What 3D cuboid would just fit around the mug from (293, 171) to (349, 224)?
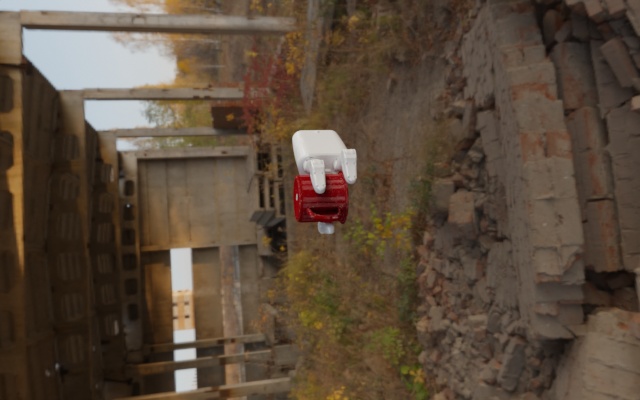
[{"bbox_3d":[0.000,0.004,0.809,0.081,0.093,0.117,-2,34,-11],"label":"mug"}]
